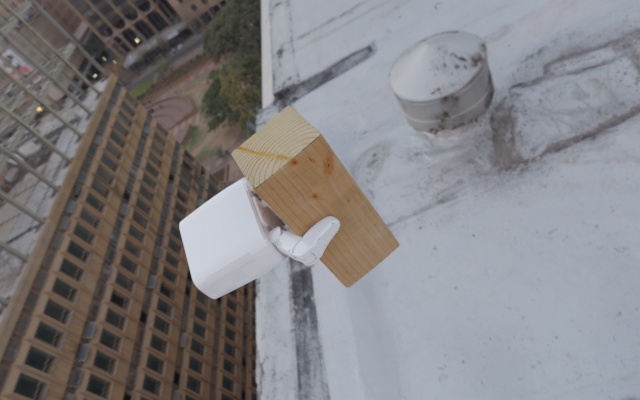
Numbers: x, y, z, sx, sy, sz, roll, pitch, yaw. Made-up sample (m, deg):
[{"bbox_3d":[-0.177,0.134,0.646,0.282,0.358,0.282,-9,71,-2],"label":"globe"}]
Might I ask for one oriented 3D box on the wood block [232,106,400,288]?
[{"bbox_3d":[0.000,0.002,0.573,0.206,0.090,0.090,50,0,-39],"label":"wood block"}]
